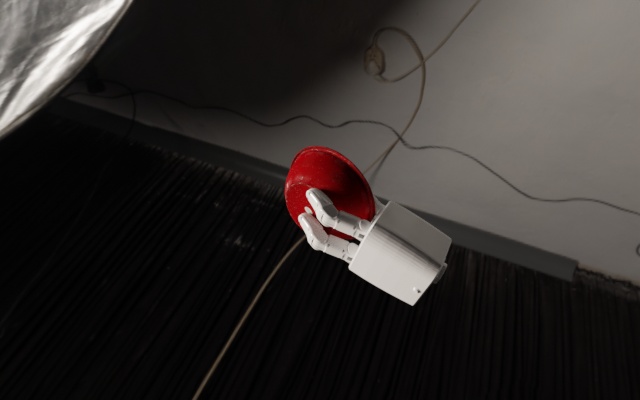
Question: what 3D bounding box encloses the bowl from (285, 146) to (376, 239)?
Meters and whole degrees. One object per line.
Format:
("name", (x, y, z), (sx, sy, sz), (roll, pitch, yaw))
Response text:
("bowl", (-0.001, 0.002, 0.715), (0.162, 0.162, 0.055), (0, 29, 44))
